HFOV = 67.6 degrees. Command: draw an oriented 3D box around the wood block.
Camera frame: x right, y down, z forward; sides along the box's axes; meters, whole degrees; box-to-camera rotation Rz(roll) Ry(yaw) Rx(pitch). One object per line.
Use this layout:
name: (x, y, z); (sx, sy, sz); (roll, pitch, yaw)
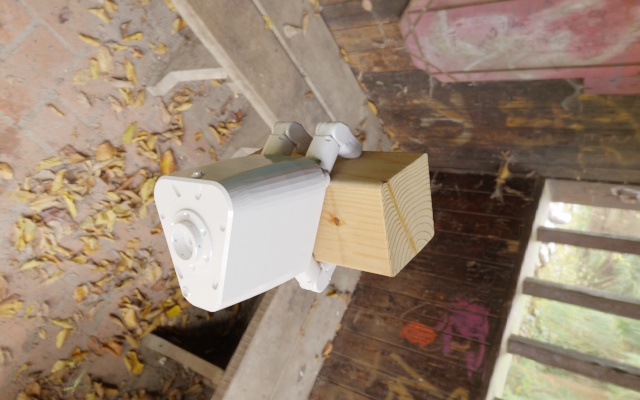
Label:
wood block: (0.000, 0.002, 0.494); (0.206, 0.091, 0.090); (7, 28, 37)
